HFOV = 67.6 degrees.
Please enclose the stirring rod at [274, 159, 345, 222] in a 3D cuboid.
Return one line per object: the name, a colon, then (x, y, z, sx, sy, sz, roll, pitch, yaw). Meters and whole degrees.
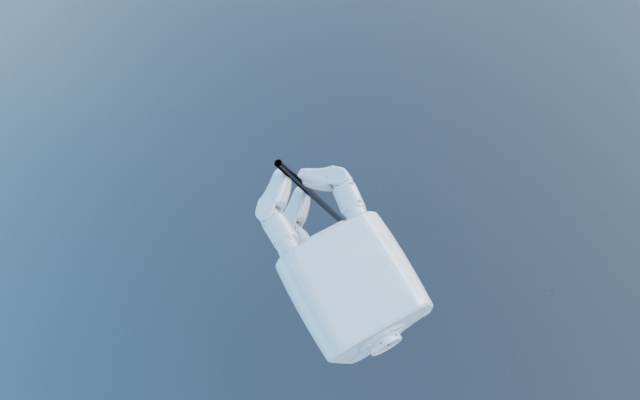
stirring rod: (0.000, 0.002, 0.572, 0.011, 0.011, 0.240, 0, -19, 21)
